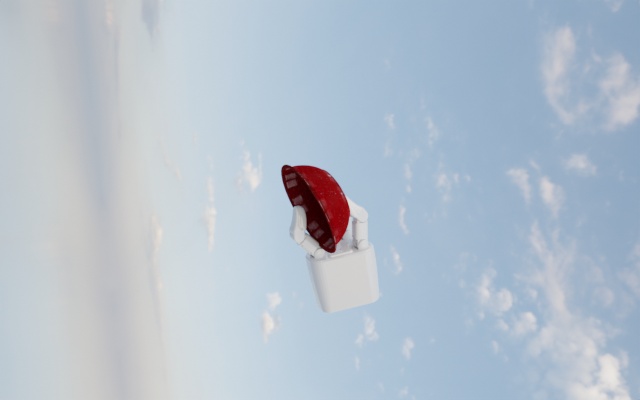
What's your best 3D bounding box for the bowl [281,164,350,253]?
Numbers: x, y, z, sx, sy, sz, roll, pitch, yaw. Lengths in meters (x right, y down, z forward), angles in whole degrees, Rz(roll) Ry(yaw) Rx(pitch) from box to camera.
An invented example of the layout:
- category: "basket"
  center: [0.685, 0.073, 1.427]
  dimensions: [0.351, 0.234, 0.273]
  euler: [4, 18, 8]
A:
- category: "bowl"
  center: [0.000, 0.001, 0.770]
  dimensions: [0.055, 0.162, 0.162]
  euler: [-30, 9, -16]
